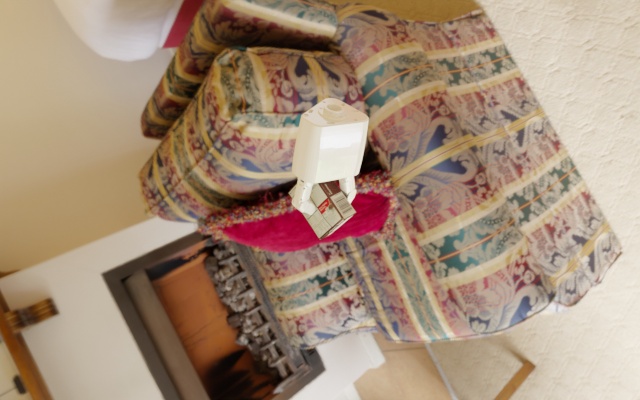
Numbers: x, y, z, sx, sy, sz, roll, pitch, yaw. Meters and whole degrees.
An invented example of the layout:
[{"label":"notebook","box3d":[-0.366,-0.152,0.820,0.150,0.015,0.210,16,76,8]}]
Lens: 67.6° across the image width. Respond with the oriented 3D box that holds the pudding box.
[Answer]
[{"label":"pudding box","box3d":[0.000,0.003,0.870,0.039,0.113,0.090,-25,-13,-39]}]
